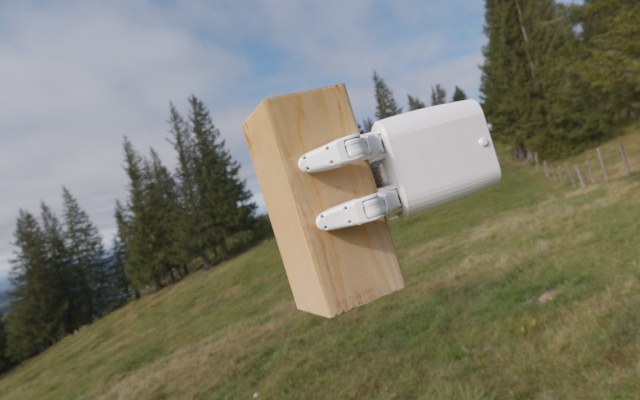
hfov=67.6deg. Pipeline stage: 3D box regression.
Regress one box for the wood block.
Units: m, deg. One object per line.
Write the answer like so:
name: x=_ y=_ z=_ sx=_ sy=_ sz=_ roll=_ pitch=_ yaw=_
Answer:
wood block: x=0.000 y=0.001 z=0.484 sx=0.090 sy=0.206 sz=0.091 roll=-17 pitch=0 yaw=-23
